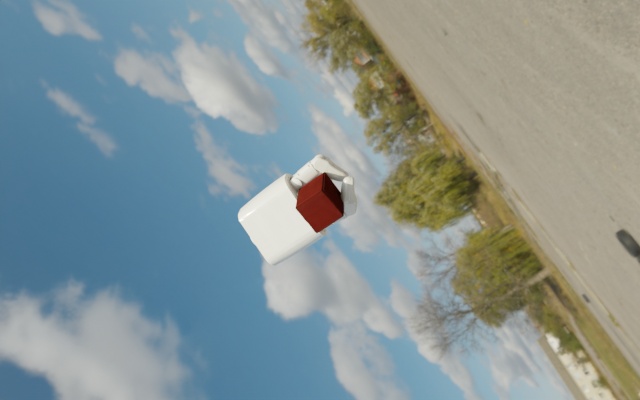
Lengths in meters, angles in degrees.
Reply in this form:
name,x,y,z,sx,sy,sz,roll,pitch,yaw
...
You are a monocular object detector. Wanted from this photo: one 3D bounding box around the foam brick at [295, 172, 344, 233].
name,x,y,z,sx,sy,sz,roll,pitch,yaw
foam brick,0.000,0.002,0.720,0.051,0.053,0.078,-33,18,15
